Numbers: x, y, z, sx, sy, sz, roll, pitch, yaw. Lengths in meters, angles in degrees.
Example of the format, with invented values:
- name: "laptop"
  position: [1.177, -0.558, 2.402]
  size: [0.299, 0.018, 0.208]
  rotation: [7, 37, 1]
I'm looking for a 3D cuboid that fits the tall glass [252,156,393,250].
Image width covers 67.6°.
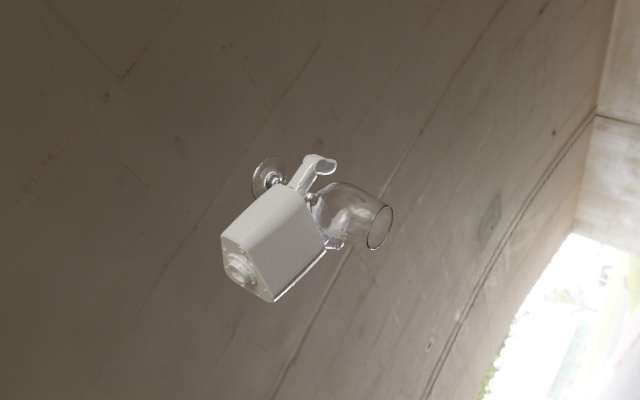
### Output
- name: "tall glass"
  position: [0.000, 0.002, 0.666]
  size: [0.201, 0.079, 0.079]
  rotation: [23, 12, 32]
